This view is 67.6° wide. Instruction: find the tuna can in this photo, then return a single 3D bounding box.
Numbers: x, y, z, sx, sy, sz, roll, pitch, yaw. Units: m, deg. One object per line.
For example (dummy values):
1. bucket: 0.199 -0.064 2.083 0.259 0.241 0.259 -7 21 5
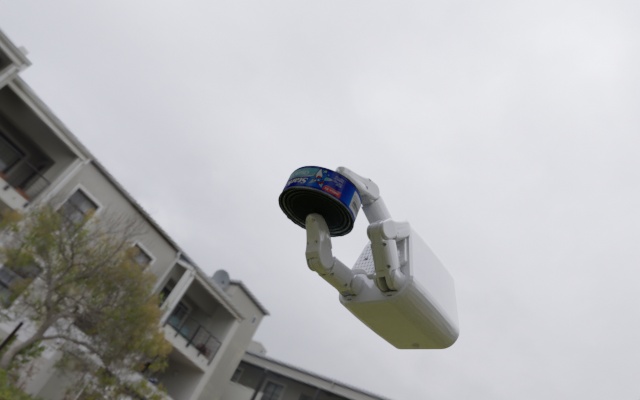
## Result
1. tuna can: 0.000 0.001 0.514 0.086 0.033 0.086 17 -32 11
